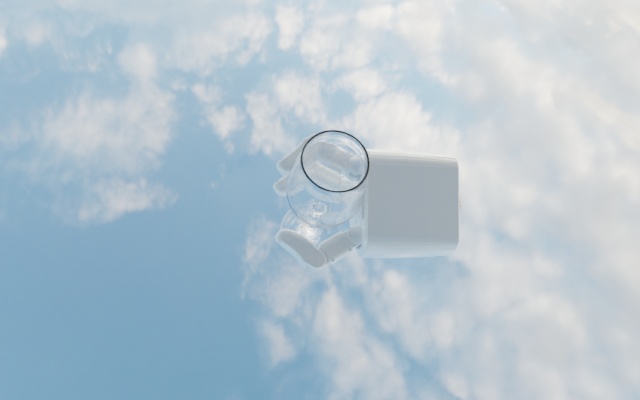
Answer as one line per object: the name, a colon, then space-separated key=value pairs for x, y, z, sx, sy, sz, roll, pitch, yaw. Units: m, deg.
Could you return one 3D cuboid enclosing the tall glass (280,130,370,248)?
tall glass: x=0.000 y=0.002 z=0.508 sx=0.079 sy=0.079 sz=0.201 roll=0 pitch=-22 yaw=-8
